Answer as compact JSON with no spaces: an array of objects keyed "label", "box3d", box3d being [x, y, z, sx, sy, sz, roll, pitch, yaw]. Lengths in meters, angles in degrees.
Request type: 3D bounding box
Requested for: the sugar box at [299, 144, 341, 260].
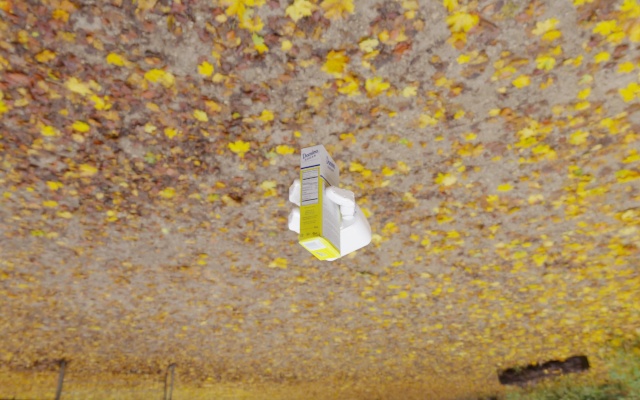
[{"label":"sugar box","box3d":[0.000,0.003,0.816,0.048,0.176,0.093,-12,-30,18]}]
